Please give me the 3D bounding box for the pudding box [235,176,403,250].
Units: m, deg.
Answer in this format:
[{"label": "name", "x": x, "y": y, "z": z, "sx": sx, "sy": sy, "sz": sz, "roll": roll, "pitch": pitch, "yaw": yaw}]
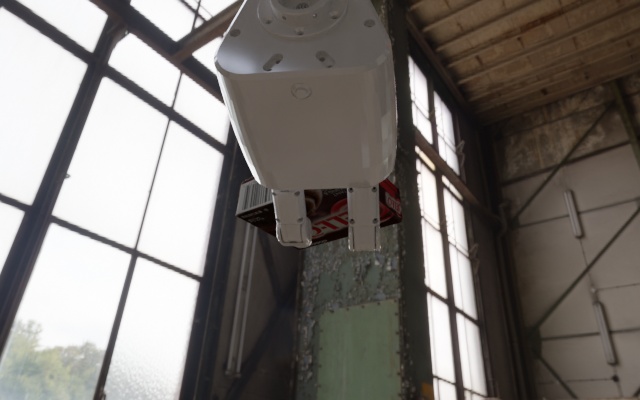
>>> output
[{"label": "pudding box", "x": 0.000, "y": 0.001, "z": 0.406, "sx": 0.113, "sy": 0.039, "sz": 0.090, "roll": -16, "pitch": -33, "yaw": 31}]
